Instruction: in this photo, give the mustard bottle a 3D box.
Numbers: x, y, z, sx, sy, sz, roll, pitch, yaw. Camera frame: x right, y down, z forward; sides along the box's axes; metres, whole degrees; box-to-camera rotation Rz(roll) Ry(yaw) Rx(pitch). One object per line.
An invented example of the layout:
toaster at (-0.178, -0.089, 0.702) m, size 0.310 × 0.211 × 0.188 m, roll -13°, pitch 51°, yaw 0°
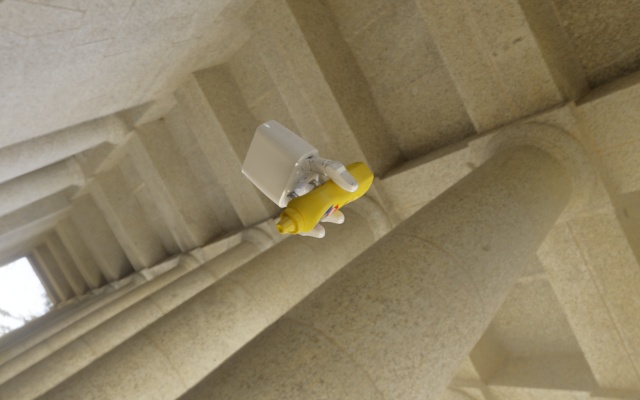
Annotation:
mustard bottle at (0.001, 0.003, 0.784) m, size 0.191 × 0.058 × 0.096 m, roll -32°, pitch -4°, yaw -39°
